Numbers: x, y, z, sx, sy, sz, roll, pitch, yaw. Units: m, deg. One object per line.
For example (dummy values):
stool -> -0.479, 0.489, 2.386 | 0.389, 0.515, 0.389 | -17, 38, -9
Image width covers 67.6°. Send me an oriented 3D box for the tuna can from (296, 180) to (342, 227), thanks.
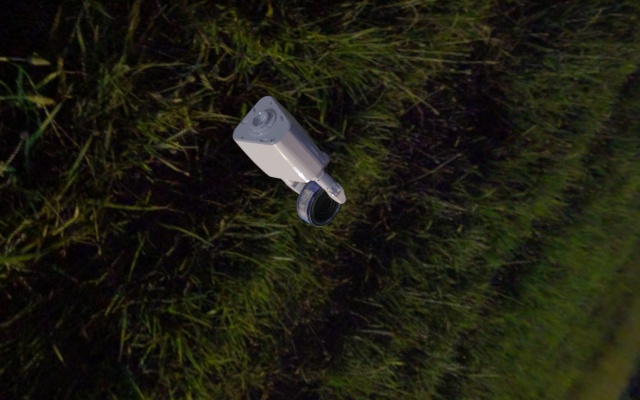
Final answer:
tuna can -> 0.001, 0.003, 0.849 | 0.086, 0.086, 0.033 | 0, 23, -47
